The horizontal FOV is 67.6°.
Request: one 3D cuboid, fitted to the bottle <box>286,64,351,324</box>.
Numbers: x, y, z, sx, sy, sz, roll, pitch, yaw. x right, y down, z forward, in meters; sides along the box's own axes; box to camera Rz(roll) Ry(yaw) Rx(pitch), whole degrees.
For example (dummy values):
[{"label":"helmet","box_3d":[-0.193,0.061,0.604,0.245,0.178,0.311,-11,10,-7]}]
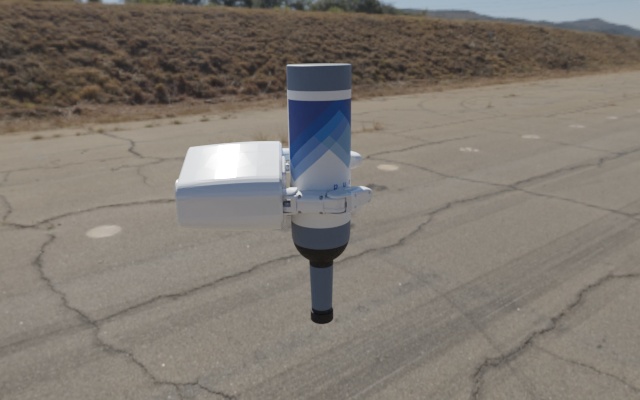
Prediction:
[{"label":"bottle","box_3d":[0.000,0.001,0.531,0.069,0.296,0.069,-1,17,0]}]
